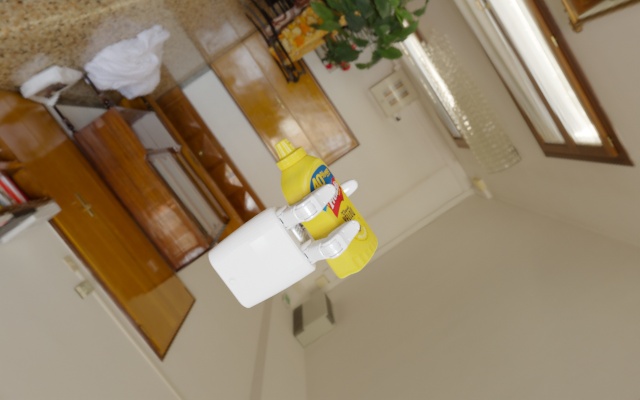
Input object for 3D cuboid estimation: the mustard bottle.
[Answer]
[{"bbox_3d":[0.001,0.002,0.633,0.058,0.191,0.096,-29,11,33],"label":"mustard bottle"}]
